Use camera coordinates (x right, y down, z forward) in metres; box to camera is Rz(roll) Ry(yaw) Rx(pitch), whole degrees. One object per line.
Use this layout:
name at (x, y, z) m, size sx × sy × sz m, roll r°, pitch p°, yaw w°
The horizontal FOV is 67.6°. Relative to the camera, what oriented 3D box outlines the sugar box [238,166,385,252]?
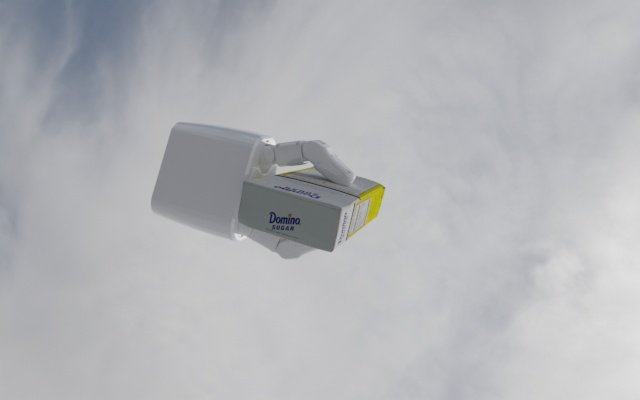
sugar box at (0.000, 0.002, 0.478) m, size 0.093 × 0.048 × 0.176 m, roll 16°, pitch 15°, yaw 17°
